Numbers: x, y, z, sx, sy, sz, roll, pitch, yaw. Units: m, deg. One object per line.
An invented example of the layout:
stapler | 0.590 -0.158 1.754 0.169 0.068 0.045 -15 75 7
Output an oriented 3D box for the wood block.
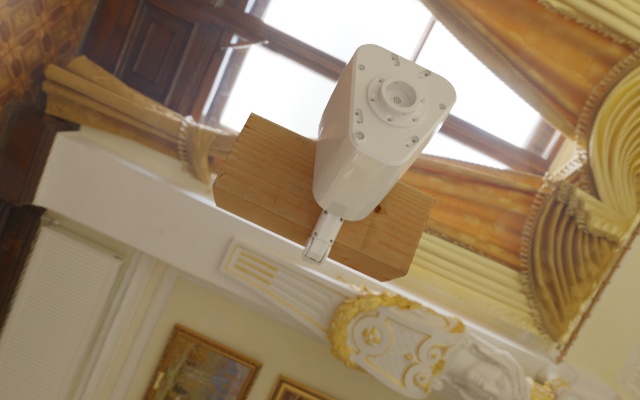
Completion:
wood block | 0.000 0.002 0.509 0.206 0.090 0.090 25 -16 -3
